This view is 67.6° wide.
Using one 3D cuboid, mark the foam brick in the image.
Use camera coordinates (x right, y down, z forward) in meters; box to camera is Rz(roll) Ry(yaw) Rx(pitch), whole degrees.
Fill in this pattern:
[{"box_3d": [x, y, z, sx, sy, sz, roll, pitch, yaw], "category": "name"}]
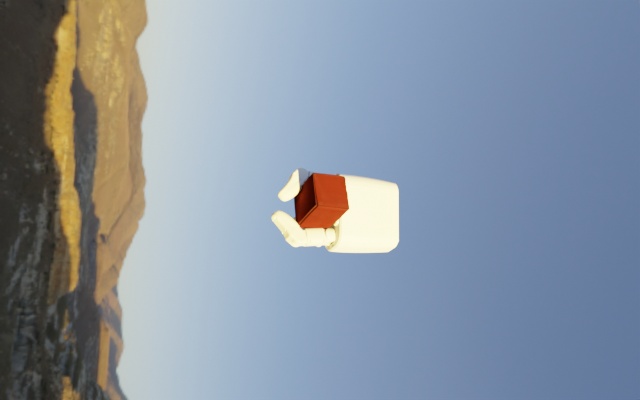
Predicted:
[{"box_3d": [0.000, 0.002, 0.682, 0.051, 0.053, 0.078, 6, -27, -23], "category": "foam brick"}]
